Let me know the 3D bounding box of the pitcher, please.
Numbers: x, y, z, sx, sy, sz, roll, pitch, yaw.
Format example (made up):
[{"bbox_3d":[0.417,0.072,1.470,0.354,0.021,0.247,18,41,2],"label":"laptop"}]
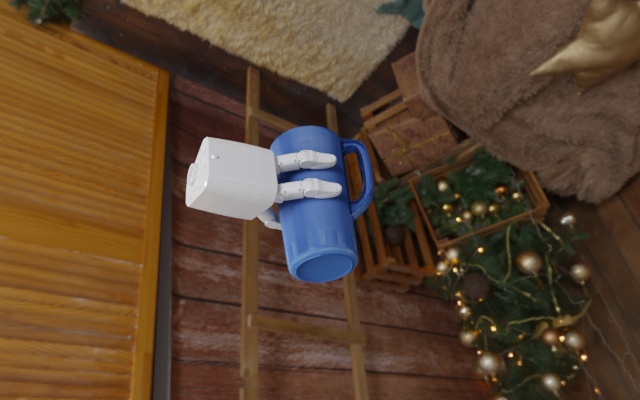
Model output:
[{"bbox_3d":[0.000,0.003,0.784,0.145,0.242,0.149,13,-41,-29],"label":"pitcher"}]
